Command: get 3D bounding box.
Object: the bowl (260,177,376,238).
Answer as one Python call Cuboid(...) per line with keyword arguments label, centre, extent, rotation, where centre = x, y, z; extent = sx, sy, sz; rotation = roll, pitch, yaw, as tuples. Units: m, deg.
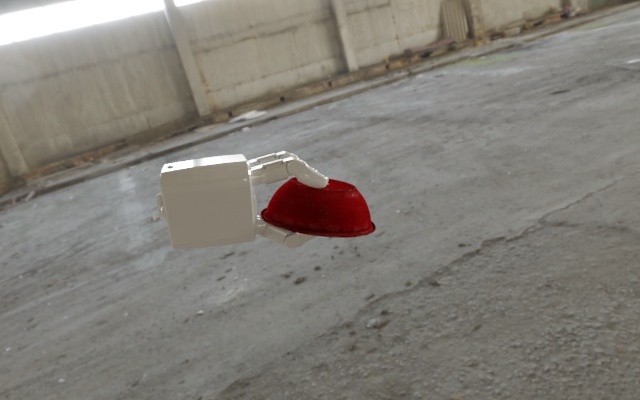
Cuboid(label="bowl", centre=(0.001, 0.002, 0.660), extent=(0.162, 0.055, 0.162), rotation=(7, 11, -1))
